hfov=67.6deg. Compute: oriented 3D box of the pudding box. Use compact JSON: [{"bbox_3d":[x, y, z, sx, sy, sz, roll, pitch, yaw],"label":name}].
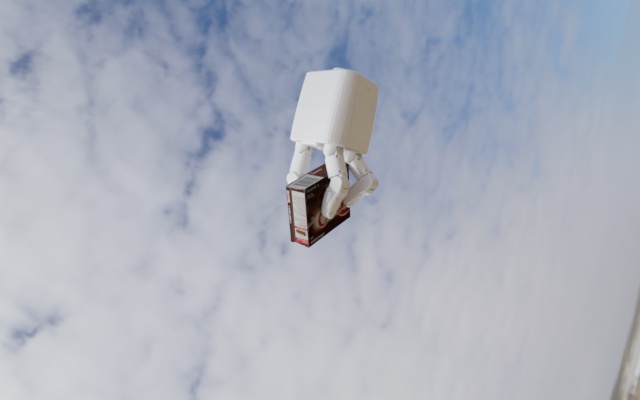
[{"bbox_3d":[0.000,0.002,0.690,0.039,0.090,0.113,14,30,35],"label":"pudding box"}]
